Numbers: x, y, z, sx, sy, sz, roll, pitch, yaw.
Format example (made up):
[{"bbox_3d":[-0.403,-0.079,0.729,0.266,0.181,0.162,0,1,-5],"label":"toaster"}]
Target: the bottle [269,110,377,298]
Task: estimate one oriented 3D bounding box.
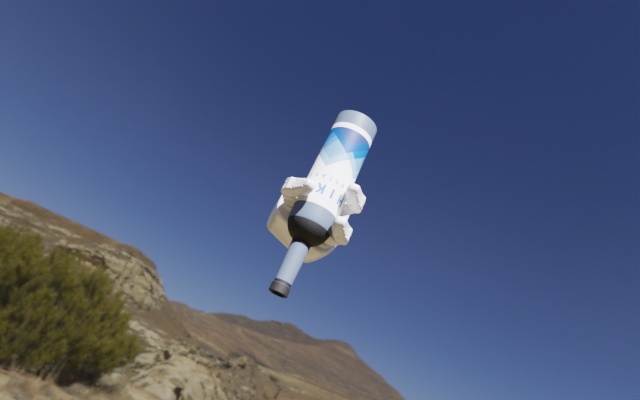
[{"bbox_3d":[0.000,0.002,0.694,0.069,0.295,0.069,21,-23,10],"label":"bottle"}]
